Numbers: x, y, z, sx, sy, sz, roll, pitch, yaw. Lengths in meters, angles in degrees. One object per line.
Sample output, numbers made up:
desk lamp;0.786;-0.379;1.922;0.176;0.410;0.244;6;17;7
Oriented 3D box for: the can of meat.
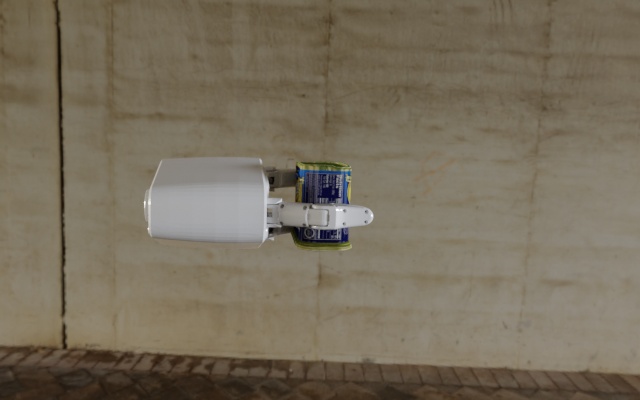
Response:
can of meat;0.000;0.001;0.508;0.057;0.084;0.102;1;7;-8
